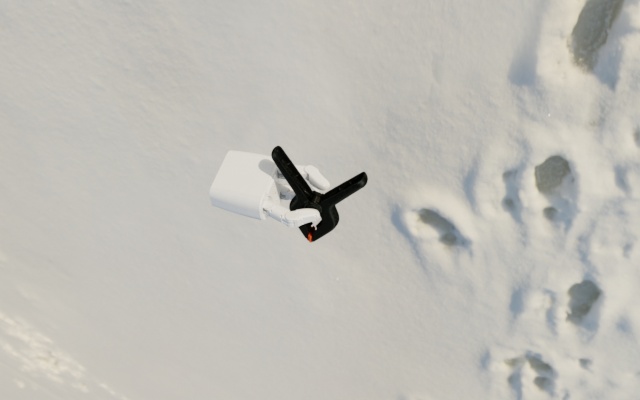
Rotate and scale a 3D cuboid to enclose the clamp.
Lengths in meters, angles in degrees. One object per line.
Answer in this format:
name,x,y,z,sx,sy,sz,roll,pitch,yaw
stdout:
clamp,0.000,0.004,0.836,0.164,0.210,0.036,14,48,16
